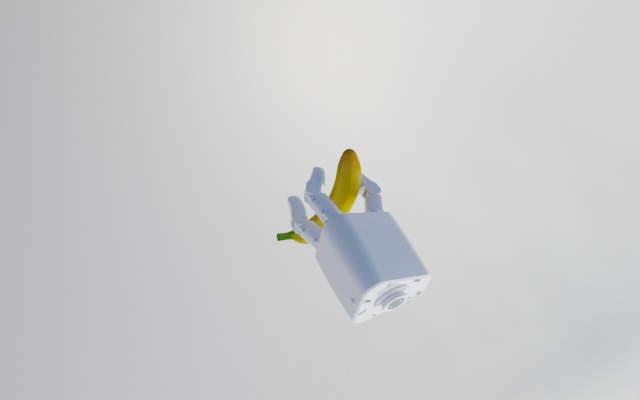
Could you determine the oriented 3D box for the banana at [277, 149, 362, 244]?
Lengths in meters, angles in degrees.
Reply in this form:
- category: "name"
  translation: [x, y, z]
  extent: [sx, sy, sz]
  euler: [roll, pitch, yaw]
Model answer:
- category: "banana"
  translation: [0.013, 0.007, 0.691]
  extent: [0.069, 0.037, 0.198]
  euler: [10, -48, -37]
